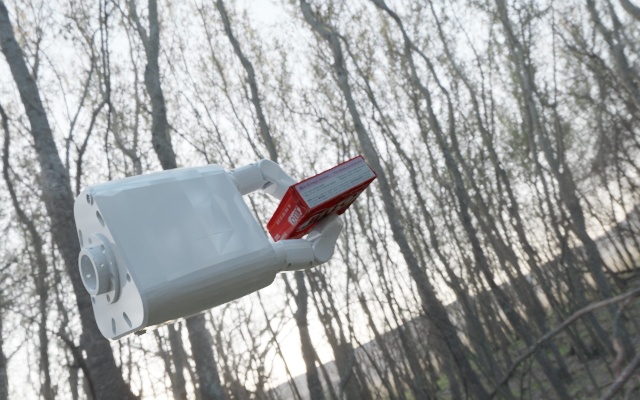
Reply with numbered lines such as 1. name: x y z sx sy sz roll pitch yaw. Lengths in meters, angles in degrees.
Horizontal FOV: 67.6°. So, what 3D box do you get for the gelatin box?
1. gelatin box: 0.000 0.001 0.440 0.089 0.030 0.073 -27 -15 -36
